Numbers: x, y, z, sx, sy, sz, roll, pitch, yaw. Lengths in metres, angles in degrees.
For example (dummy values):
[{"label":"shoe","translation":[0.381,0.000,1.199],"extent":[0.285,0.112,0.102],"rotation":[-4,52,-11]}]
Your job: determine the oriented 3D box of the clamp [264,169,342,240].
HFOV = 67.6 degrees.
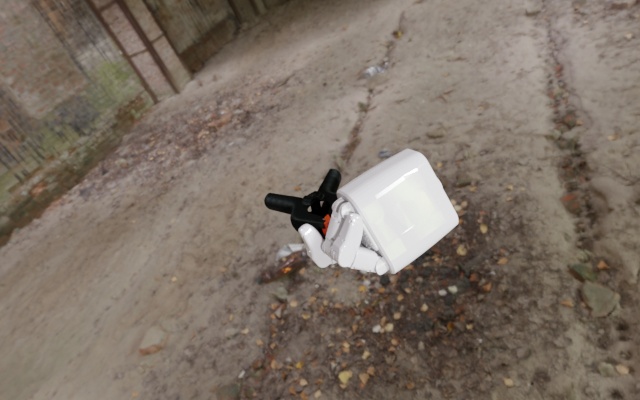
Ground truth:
[{"label":"clamp","translation":[0.000,0.002,0.653],"extent":[0.120,0.039,0.171],"rotation":[-31,30,-12]}]
